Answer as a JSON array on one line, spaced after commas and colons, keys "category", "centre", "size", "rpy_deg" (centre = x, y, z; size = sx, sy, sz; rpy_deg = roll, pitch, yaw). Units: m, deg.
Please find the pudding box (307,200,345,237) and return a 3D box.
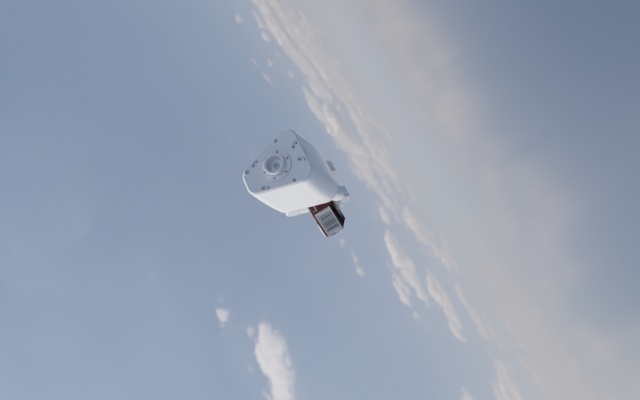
[{"category": "pudding box", "centre": [0.000, 0.003, 0.856], "size": [0.039, 0.113, 0.090], "rpy_deg": [-30, 6, 10]}]
